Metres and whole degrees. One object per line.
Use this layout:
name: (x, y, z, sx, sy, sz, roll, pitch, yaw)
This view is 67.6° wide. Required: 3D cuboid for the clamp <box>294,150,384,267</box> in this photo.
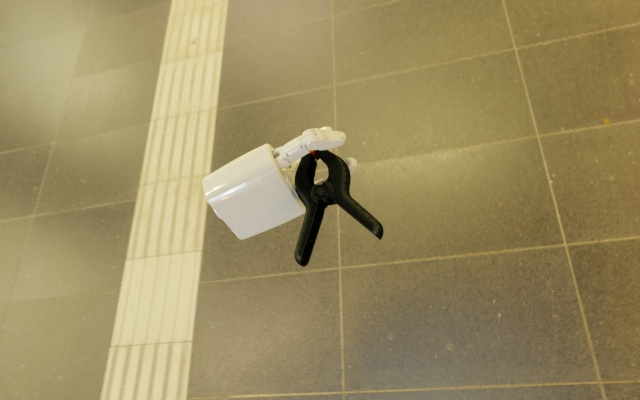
clamp: (0.000, 0.002, 0.635, 0.120, 0.171, 0.039, -26, -30, 6)
